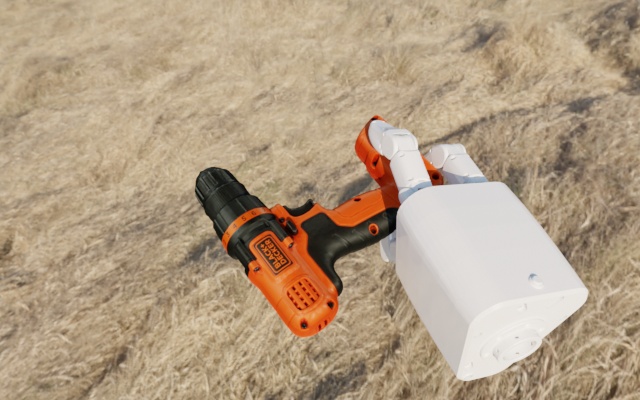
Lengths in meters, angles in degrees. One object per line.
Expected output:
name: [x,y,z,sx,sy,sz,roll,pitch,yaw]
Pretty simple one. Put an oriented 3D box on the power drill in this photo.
power drill: [0.001,0.001,0.433,0.187,0.184,0.057,-35,-24,-14]
